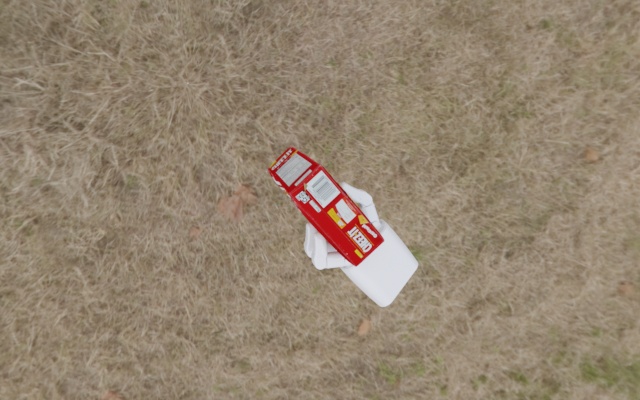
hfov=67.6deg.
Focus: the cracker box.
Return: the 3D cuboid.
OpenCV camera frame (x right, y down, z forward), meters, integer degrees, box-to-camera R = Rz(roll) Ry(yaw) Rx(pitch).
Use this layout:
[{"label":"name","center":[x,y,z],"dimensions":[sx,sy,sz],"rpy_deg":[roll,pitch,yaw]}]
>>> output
[{"label":"cracker box","center":[0.000,0.003,0.804],"dimensions":[0.072,0.164,0.213],"rpy_deg":[-43,20,-2]}]
